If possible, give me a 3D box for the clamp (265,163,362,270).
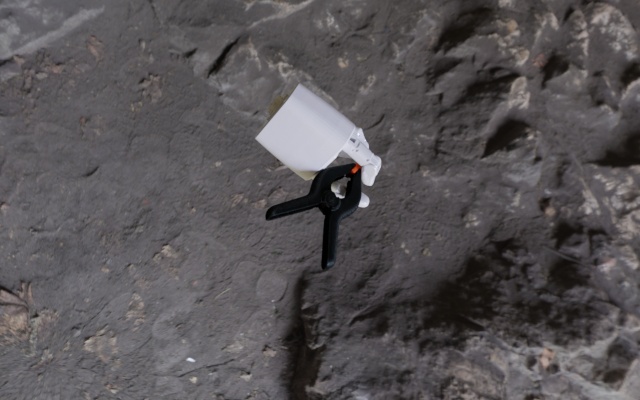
[{"bbox_3d":[0.001,0.002,0.699,0.120,0.171,0.039,37,-31,-15],"label":"clamp"}]
